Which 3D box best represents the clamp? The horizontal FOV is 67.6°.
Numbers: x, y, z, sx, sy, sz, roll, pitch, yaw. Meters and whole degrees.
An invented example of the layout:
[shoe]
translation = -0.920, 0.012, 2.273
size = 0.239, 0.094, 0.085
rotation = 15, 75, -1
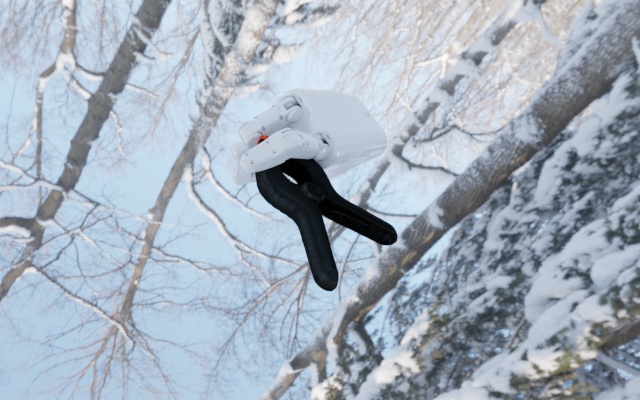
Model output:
[clamp]
translation = 0.000, 0.002, 0.476
size = 0.120, 0.171, 0.039
rotation = -12, -28, -49
